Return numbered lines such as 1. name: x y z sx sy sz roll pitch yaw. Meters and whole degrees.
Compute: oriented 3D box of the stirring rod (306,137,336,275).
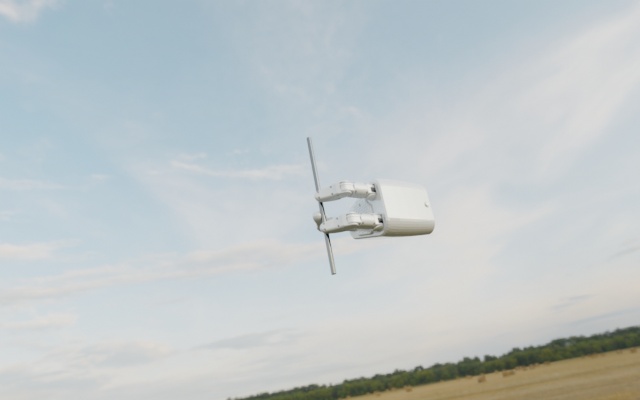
1. stirring rod: 0.000 0.003 0.771 0.011 0.239 0.011 -9 -23 -4
